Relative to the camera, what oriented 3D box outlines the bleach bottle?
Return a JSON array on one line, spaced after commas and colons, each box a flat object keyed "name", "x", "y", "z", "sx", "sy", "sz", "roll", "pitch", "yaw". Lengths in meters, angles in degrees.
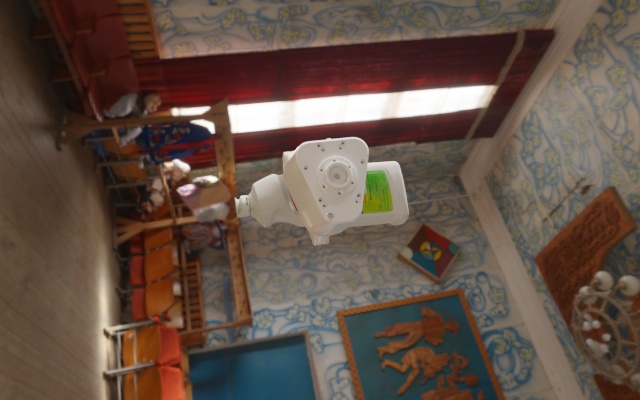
[{"name": "bleach bottle", "x": 0.000, "y": 0.002, "z": 0.720, "sx": 0.251, "sy": 0.102, "sz": 0.068, "roll": -8, "pitch": -7, "yaw": -12}]
